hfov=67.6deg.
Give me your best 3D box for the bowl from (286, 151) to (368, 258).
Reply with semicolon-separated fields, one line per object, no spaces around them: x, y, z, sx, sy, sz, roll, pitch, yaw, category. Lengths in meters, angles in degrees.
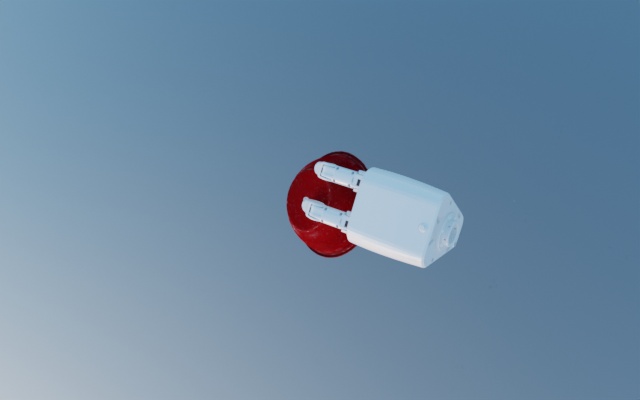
-0.001;0.002;0.702;0.055;0.162;0.162;10;-7;-44;bowl
